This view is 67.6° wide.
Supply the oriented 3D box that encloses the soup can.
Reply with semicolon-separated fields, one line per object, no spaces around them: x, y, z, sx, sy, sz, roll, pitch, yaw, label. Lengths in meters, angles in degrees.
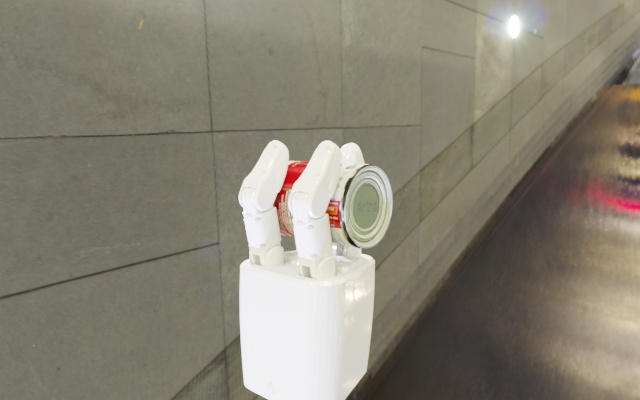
0.000;0.001;0.400;0.102;0.068;0.068;6;4;40;soup can
